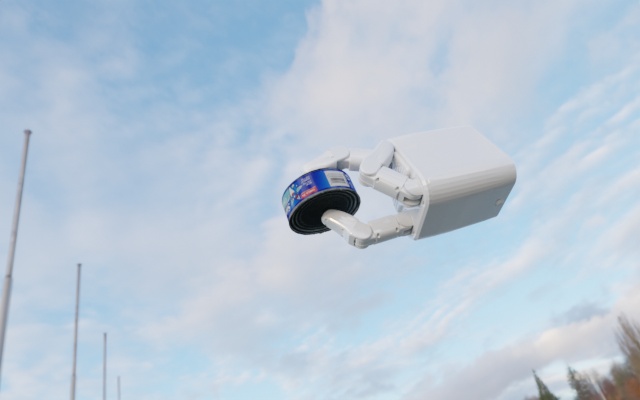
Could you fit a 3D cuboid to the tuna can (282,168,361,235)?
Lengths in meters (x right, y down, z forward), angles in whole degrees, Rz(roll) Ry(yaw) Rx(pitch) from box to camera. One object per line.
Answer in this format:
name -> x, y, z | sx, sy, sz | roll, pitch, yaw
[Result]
tuna can -> 0.000, 0.001, 0.542 | 0.086, 0.033, 0.086 | -16, -32, -11
